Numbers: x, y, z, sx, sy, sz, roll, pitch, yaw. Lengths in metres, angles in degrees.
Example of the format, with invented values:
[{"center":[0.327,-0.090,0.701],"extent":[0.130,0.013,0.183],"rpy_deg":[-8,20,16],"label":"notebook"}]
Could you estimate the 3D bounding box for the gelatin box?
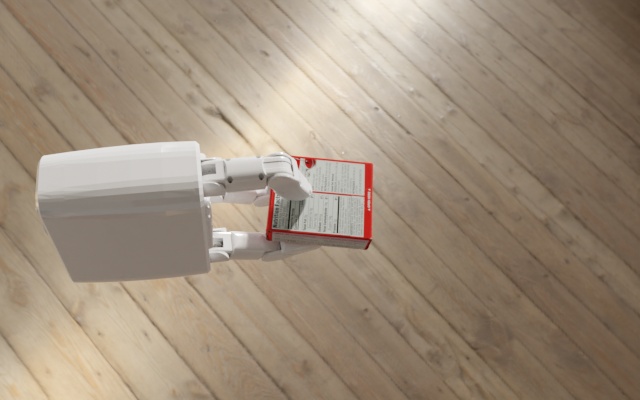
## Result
[{"center":[0.000,0.001,0.413],"extent":[0.089,0.073,0.030],"rpy_deg":[5,-25,-4],"label":"gelatin box"}]
